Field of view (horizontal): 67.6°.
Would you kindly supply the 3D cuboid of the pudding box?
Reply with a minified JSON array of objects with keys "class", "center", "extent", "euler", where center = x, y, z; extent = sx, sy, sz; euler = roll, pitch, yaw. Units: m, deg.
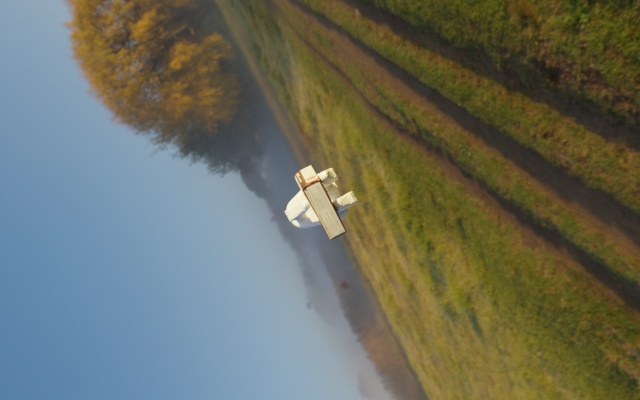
[{"class":"pudding box","center":[0.000,0.003,0.843],"extent":[0.039,0.113,0.090],"euler":[-30,23,0]}]
